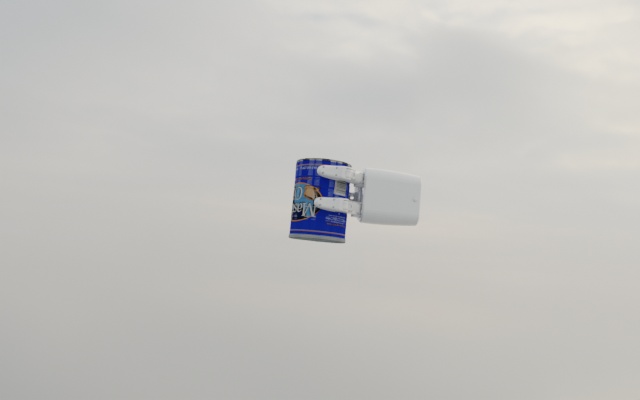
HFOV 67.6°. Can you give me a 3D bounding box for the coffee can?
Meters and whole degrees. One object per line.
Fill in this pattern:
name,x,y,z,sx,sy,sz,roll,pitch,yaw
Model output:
coffee can,0.000,0.003,0.863,0.103,0.140,0.103,5,-7,1
